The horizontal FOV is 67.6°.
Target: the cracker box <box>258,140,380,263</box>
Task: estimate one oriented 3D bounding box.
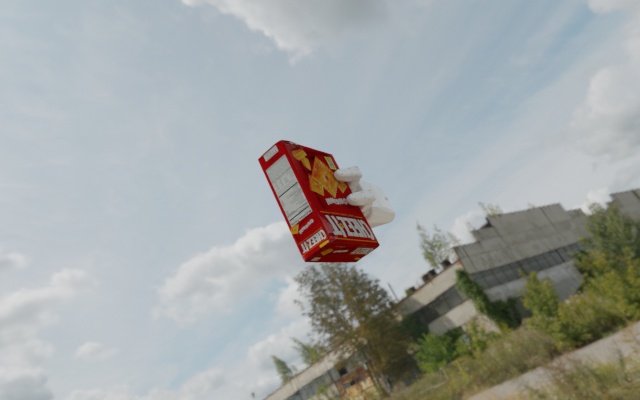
[{"bbox_3d":[0.000,0.003,0.856,0.072,0.213,0.164,-39,-26,26],"label":"cracker box"}]
